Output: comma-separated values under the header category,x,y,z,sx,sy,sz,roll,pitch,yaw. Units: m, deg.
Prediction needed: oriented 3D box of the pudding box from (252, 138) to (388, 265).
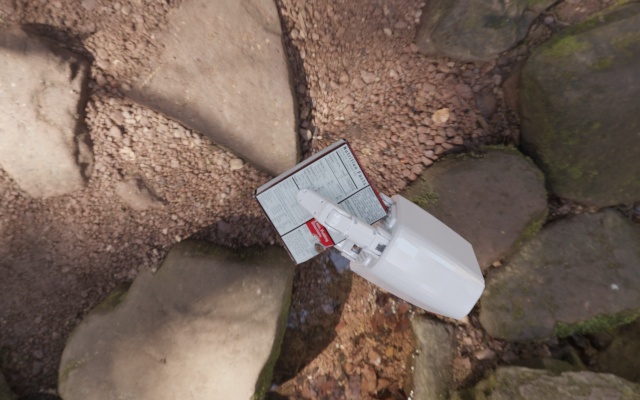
category,x,y,z,sx,sy,sz,roll,pitch,yaw
pudding box,0.000,0.002,0.495,0.113,0.090,0.039,-30,10,1
